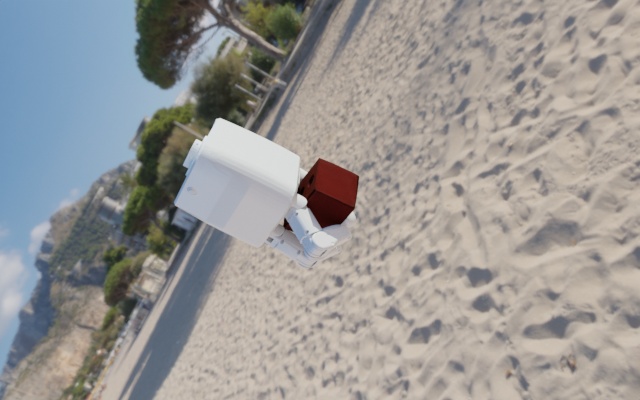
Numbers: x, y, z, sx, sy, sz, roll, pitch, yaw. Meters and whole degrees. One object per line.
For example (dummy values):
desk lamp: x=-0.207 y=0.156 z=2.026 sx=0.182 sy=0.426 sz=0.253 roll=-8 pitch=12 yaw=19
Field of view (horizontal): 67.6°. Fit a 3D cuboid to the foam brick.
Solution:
foam brick: x=0.000 y=0.002 z=0.535 sx=0.051 sy=0.053 sz=0.078 roll=26 pitch=-47 yaw=-16
